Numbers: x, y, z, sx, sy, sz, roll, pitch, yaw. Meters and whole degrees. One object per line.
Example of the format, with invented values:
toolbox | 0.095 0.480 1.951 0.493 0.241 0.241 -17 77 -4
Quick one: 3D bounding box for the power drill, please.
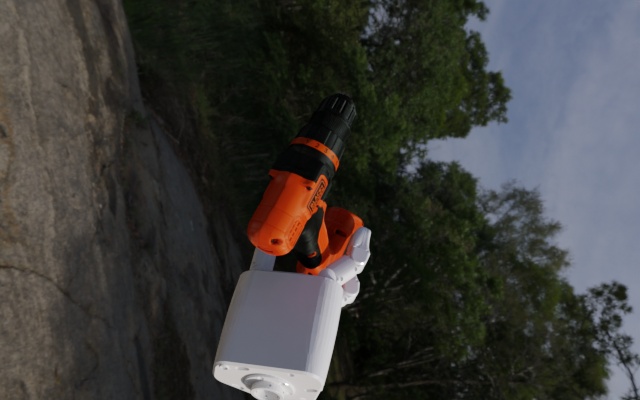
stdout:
power drill | 0.000 0.002 0.525 0.057 0.184 0.188 19 -24 25
